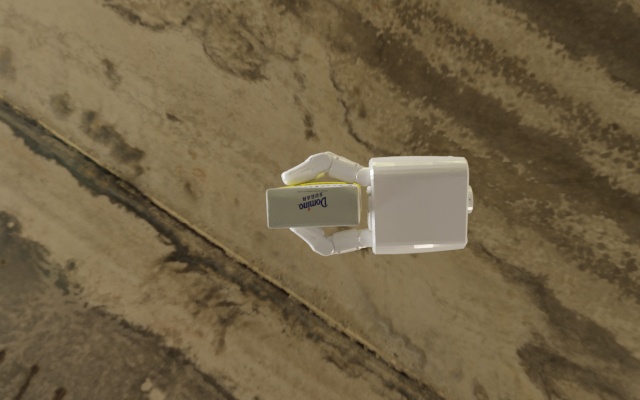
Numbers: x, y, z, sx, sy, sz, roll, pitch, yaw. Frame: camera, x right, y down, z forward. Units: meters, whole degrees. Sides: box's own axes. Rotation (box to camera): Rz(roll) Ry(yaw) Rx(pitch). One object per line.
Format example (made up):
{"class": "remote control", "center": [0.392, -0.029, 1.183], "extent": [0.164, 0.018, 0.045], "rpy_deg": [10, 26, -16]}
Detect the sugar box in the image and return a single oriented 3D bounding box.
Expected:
{"class": "sugar box", "center": [0.000, 0.001, 0.551], "extent": [0.093, 0.048, 0.176], "rpy_deg": [-2, 0, 5]}
